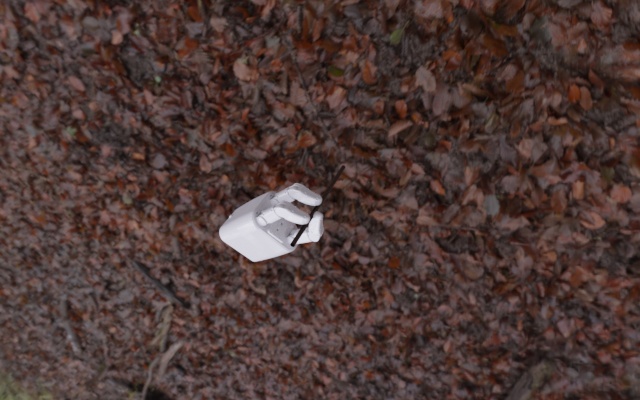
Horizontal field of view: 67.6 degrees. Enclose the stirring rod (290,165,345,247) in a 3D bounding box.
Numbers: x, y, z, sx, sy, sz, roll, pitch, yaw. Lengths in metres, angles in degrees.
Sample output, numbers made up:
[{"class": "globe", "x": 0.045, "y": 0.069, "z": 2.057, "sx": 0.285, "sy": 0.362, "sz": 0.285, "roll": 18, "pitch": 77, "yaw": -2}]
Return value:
[{"class": "stirring rod", "x": 0.000, "y": 0.003, "z": 0.853, "sx": 0.011, "sy": 0.011, "sz": 0.239, "roll": 0, "pitch": 35, "yaw": 27}]
